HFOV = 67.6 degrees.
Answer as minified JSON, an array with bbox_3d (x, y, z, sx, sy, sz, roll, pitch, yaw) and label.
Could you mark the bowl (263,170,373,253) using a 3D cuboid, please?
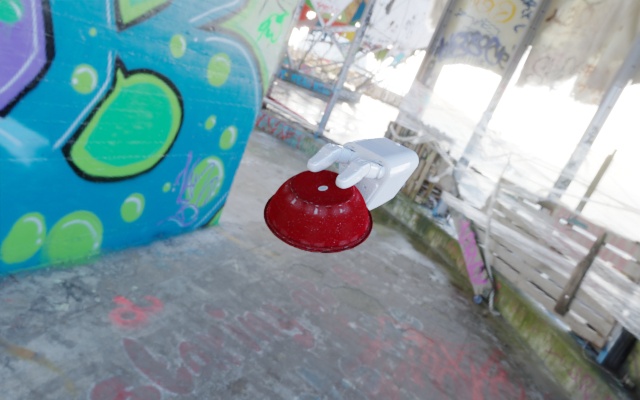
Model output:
[{"bbox_3d":[0.000,0.003,0.685,0.162,0.055,0.162,5,36,-4],"label":"bowl"}]
